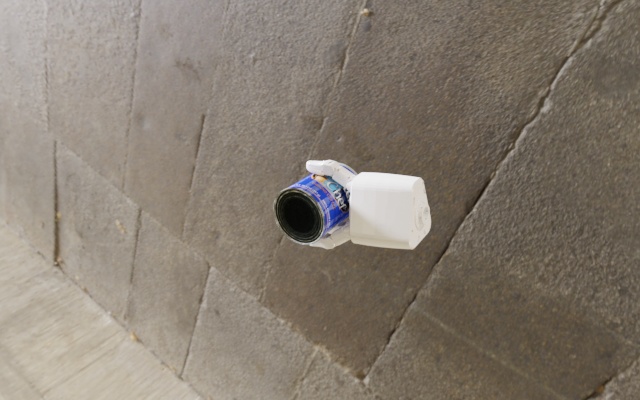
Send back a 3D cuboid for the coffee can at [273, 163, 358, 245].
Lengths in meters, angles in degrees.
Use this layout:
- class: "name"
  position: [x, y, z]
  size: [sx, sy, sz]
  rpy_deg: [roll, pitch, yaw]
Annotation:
- class: "coffee can"
  position: [0.000, 0.003, 0.837]
  size: [0.103, 0.103, 0.140]
  rpy_deg: [0, 21, 35]
